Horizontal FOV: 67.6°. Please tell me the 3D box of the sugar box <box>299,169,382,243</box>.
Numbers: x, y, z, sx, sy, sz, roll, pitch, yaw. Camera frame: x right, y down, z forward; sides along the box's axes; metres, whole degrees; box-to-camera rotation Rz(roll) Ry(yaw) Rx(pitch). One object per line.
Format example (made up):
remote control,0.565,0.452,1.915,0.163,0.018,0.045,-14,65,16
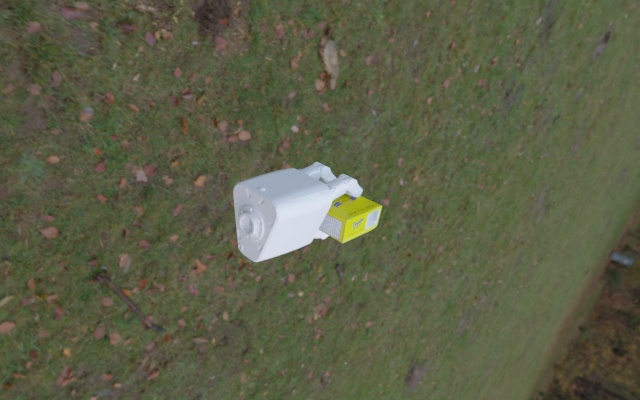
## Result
sugar box,0.000,0.002,0.768,0.176,0.048,0.093,29,31,33
